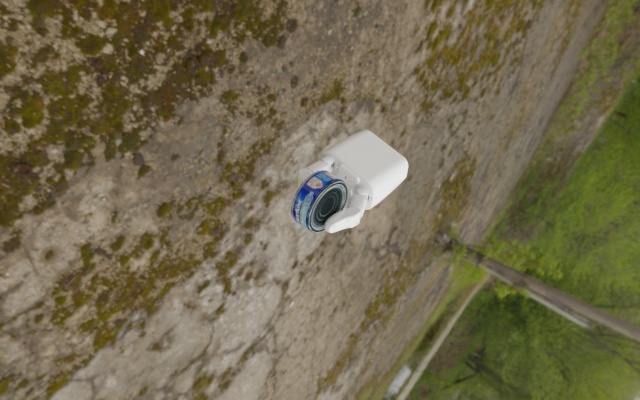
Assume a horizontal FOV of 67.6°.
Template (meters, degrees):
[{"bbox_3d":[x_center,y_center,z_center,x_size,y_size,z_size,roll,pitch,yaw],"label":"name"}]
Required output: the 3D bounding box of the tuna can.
[{"bbox_3d":[0.000,0.003,0.678,0.033,0.086,0.086,33,18,30],"label":"tuna can"}]
